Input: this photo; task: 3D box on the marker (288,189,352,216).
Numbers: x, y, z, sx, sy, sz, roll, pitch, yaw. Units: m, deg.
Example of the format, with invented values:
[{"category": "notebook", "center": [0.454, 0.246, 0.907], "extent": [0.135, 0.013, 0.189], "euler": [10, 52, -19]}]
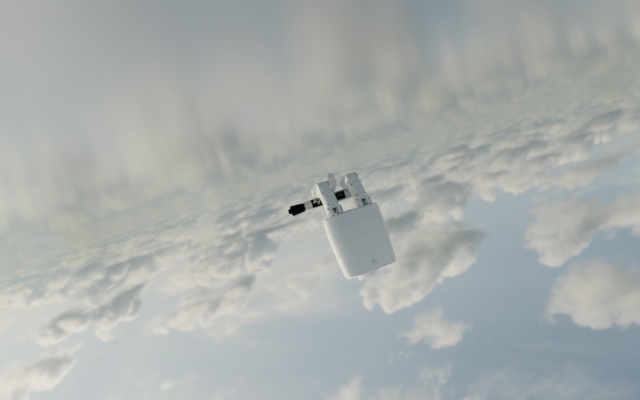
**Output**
[{"category": "marker", "center": [0.000, 0.003, 0.845], "extent": [0.121, 0.020, 0.020], "euler": [-18, 5, -18]}]
